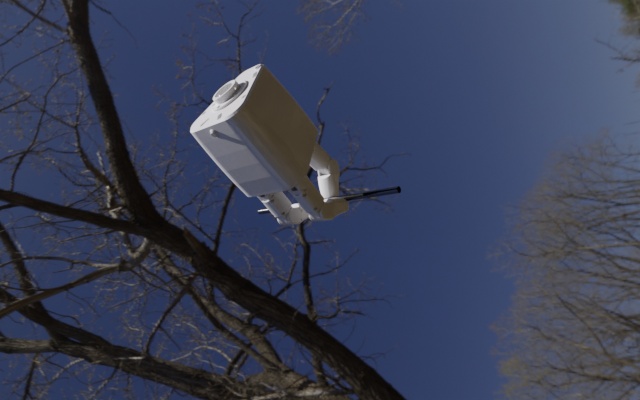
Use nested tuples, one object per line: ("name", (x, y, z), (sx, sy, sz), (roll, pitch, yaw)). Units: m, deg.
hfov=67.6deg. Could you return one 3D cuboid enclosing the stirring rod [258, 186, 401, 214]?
("stirring rod", (0.000, 0.002, 0.618), (0.239, 0.011, 0.011), (-9, -6, 42))
